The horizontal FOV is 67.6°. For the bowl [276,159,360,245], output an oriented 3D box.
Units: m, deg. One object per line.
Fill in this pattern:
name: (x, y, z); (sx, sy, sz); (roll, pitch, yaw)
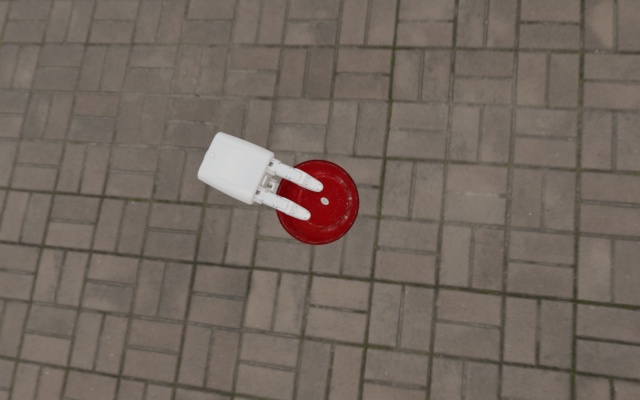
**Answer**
bowl: (0.002, 0.003, 0.871); (0.162, 0.162, 0.055); (0, -1, -12)
